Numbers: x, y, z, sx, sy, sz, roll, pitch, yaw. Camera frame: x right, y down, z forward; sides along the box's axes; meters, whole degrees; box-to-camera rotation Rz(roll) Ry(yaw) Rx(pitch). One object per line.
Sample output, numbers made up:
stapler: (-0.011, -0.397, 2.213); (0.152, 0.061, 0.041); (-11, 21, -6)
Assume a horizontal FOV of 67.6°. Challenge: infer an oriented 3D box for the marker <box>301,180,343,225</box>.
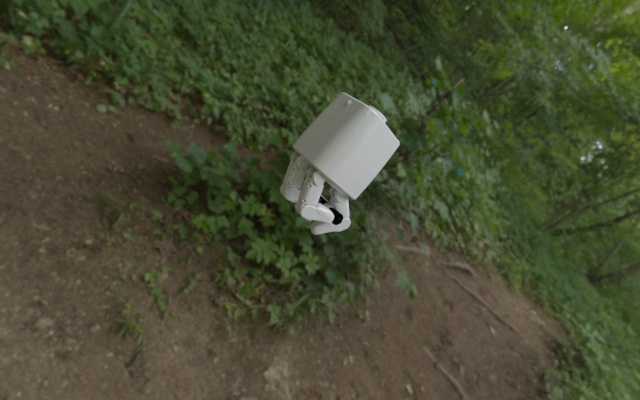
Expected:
marker: (0.000, 0.002, 0.719); (0.020, 0.020, 0.121); (0, 26, -30)
